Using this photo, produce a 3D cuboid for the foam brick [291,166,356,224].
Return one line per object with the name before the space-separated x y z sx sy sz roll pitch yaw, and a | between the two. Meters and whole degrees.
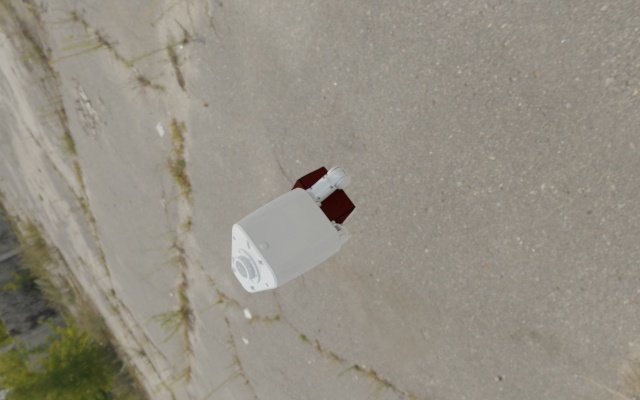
foam brick | 0.000 0.002 0.668 0.051 0.078 0.053 -29 -16 -34
